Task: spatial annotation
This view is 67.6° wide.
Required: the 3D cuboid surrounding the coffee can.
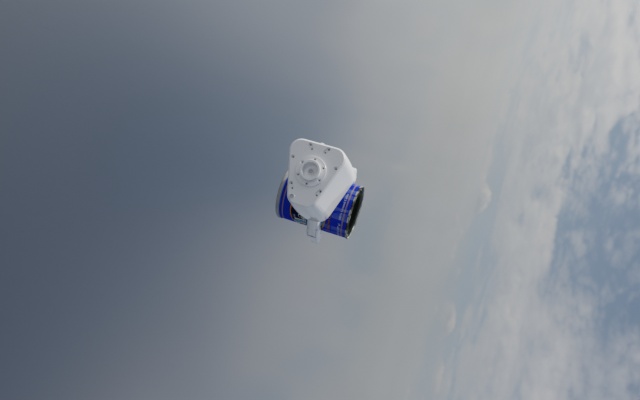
[{"bbox_3d":[0.000,0.003,0.896,0.140,0.103,0.103,17,4,13],"label":"coffee can"}]
